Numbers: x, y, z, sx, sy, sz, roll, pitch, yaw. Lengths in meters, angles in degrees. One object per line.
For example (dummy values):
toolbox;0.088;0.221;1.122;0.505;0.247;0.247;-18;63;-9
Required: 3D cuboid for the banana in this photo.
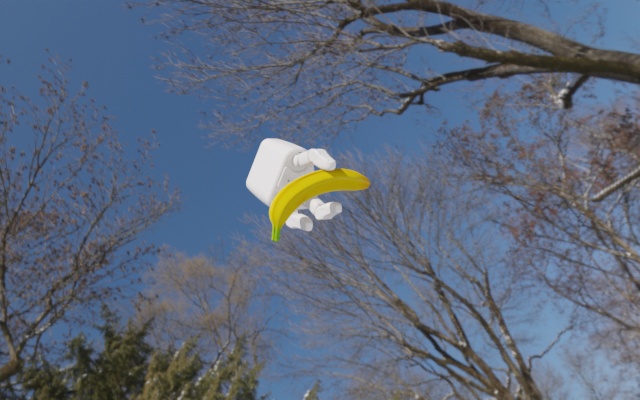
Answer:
banana;-0.008;-0.012;0.752;0.197;0.070;0.037;-29;27;-24
